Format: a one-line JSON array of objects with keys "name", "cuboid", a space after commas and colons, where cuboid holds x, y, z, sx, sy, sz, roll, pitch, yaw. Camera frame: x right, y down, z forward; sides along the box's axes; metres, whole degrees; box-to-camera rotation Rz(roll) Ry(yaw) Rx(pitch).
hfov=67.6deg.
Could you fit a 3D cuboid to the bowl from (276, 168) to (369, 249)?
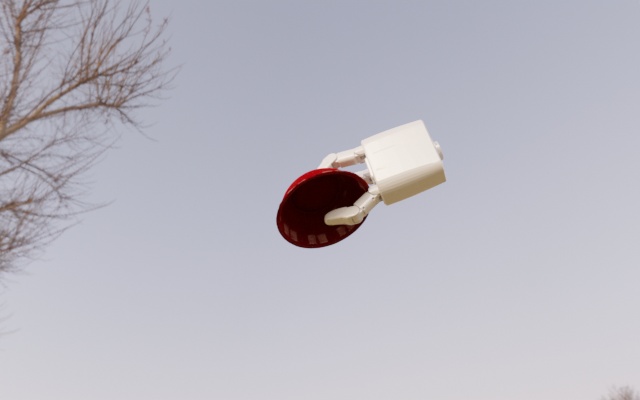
[{"name": "bowl", "cuboid": [-0.001, 0.003, 0.779, 0.162, 0.162, 0.055, 0, 38, -24]}]
